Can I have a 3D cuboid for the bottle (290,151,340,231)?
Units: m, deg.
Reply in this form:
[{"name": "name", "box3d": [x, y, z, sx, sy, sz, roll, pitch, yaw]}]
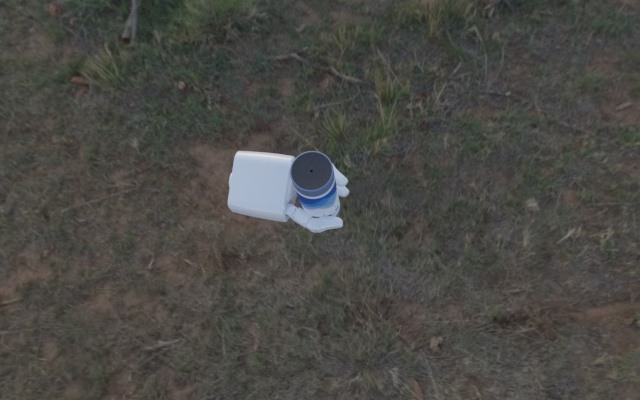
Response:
[{"name": "bottle", "box3d": [0.000, 0.003, 0.855, 0.069, 0.069, 0.296, 0, -19, 6]}]
